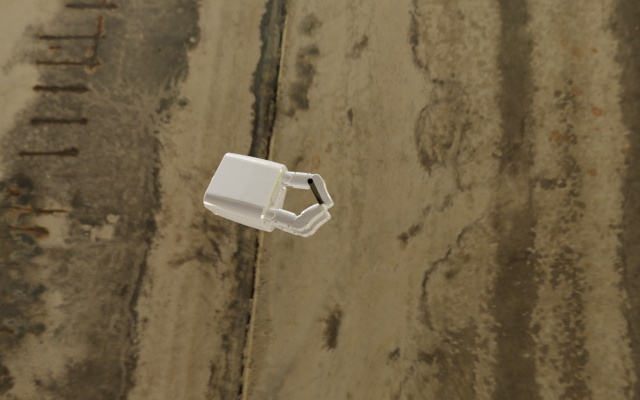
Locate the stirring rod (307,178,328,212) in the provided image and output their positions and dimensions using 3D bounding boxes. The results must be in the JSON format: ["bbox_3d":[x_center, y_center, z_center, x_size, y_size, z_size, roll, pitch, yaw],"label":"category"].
[{"bbox_3d":[0.000,0.002,0.750,0.011,0.011,0.239,0,-14,7],"label":"stirring rod"}]
